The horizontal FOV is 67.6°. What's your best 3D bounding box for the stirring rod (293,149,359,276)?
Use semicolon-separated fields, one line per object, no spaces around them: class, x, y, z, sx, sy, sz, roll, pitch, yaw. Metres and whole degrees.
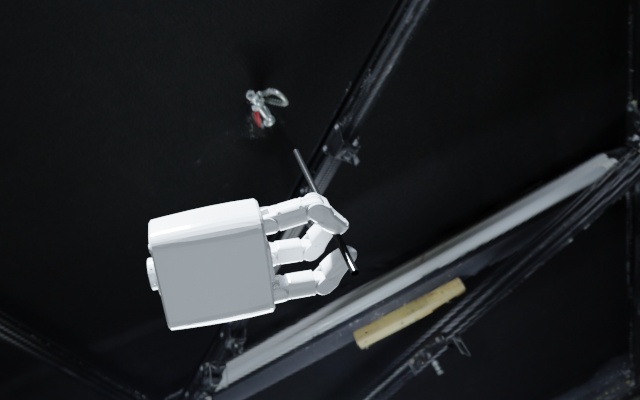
stirring rod;0.000;0.002;0.553;0.011;0.011;0.239;0;35;-20
